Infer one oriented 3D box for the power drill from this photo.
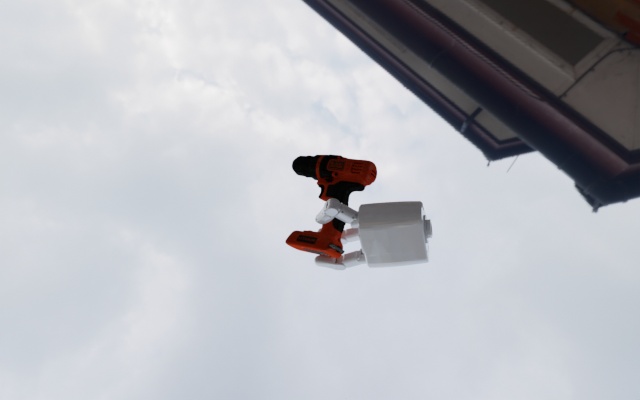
[{"bbox_3d":[0.000,0.003,0.880,0.184,0.187,0.057,8,-15,38],"label":"power drill"}]
